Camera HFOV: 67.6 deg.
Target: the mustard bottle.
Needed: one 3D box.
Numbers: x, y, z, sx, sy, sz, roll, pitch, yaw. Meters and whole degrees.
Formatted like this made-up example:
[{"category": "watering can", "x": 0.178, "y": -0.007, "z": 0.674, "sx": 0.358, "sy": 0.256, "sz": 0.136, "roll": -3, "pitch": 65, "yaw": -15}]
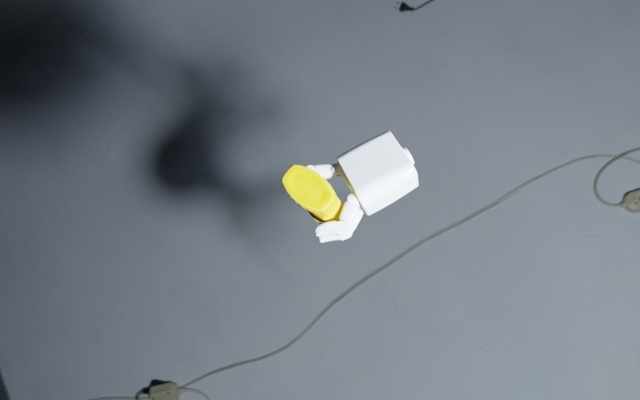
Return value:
[{"category": "mustard bottle", "x": 0.000, "y": 0.003, "z": 0.829, "sx": 0.096, "sy": 0.058, "sz": 0.192, "roll": 36, "pitch": -4, "yaw": 19}]
